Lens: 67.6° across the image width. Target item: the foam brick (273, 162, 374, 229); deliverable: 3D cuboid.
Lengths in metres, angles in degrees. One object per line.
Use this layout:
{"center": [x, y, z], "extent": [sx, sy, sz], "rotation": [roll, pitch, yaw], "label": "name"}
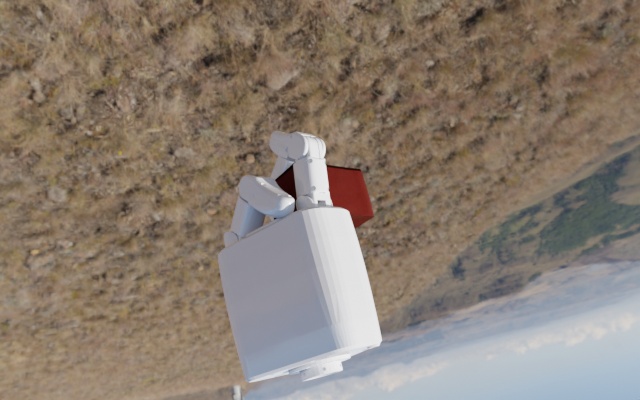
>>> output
{"center": [0.000, 0.001, 0.435], "extent": [0.078, 0.051, 0.053], "rotation": [4, -29, -40], "label": "foam brick"}
